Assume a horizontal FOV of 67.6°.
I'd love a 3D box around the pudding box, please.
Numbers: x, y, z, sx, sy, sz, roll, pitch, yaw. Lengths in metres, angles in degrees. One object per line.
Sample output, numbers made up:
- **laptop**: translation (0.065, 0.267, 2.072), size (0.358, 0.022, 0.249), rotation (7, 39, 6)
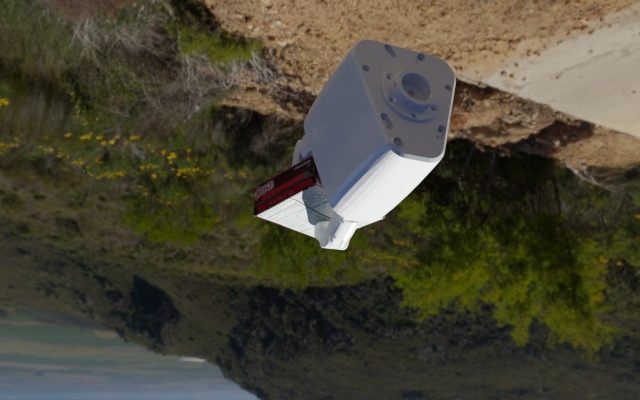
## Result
- **pudding box**: translation (0.000, 0.002, 0.498), size (0.090, 0.039, 0.113), rotation (-25, -35, 36)
